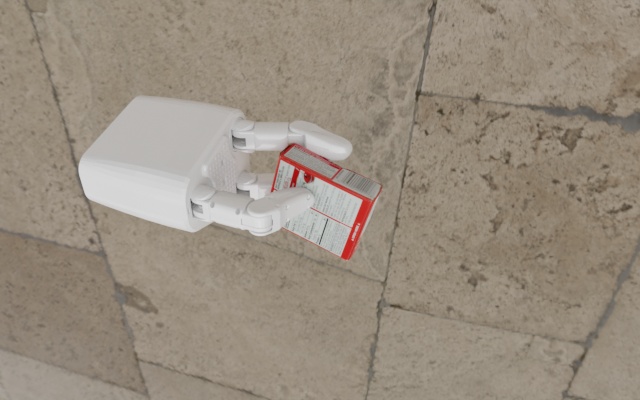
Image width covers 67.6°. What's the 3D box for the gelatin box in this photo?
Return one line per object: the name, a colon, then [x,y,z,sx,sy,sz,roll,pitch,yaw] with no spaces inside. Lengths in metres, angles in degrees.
gelatin box: [0.000,0.002,0.414,0.089,0.073,0.030,27,40,11]
